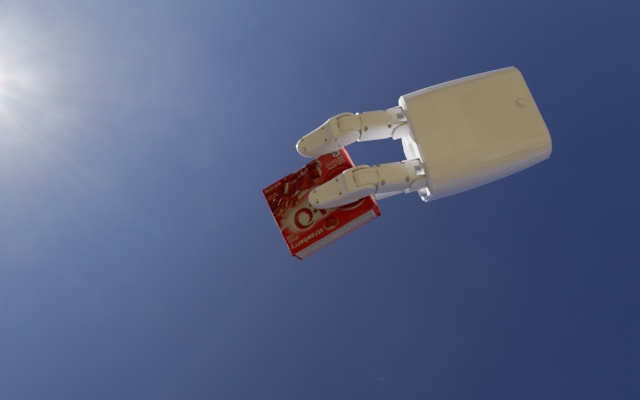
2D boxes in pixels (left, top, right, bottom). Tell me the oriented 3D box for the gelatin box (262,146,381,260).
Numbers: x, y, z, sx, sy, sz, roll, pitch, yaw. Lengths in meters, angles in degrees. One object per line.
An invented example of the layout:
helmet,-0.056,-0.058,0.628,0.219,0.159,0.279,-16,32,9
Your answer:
gelatin box,0.000,0.002,0.444,0.089,0.073,0.030,-30,-24,6
